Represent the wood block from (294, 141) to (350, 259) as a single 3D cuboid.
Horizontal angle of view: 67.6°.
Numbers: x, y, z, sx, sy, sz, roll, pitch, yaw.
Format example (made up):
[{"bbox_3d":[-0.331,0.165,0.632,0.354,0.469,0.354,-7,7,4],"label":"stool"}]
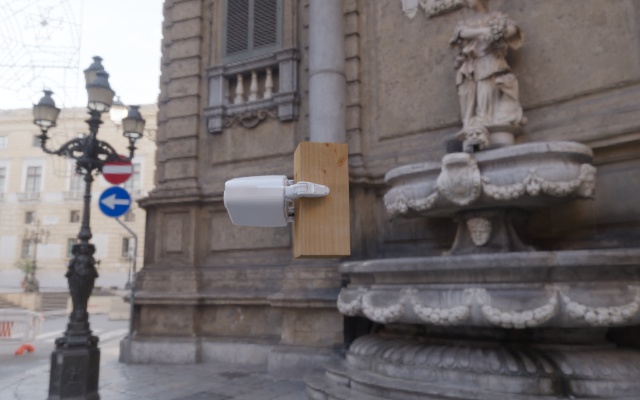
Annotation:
[{"bbox_3d":[0.000,0.003,0.891,0.090,0.206,0.091,1,-10,-11],"label":"wood block"}]
